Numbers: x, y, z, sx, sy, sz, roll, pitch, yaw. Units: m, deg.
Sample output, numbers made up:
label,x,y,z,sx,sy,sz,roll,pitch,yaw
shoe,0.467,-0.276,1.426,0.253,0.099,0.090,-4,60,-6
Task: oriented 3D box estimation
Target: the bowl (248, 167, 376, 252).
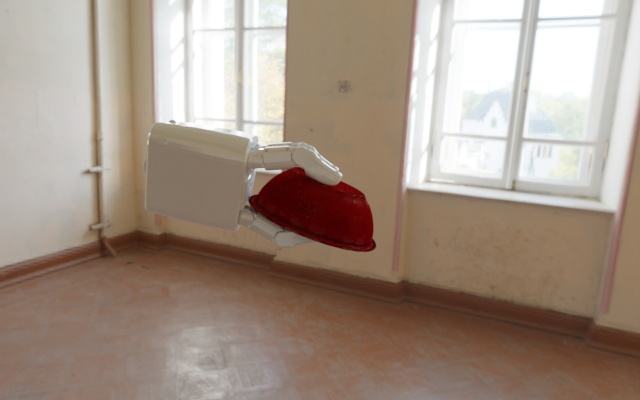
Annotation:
label,x,y,z,sx,sy,sz,roll,pitch,yaw
bowl,0.001,0.002,0.565,0.162,0.055,0.162,21,10,-4
